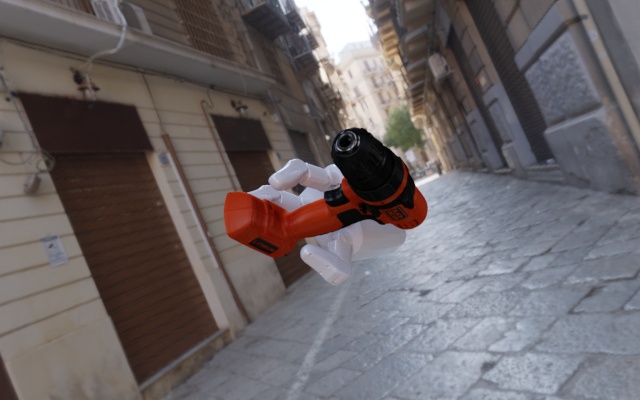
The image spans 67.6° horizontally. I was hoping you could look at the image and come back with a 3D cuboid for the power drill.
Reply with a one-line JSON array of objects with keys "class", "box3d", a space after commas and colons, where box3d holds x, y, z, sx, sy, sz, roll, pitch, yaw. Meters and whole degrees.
[{"class": "power drill", "box3d": [0.000, 0.002, 0.478, 0.187, 0.057, 0.184, -15, -28, 23]}]
